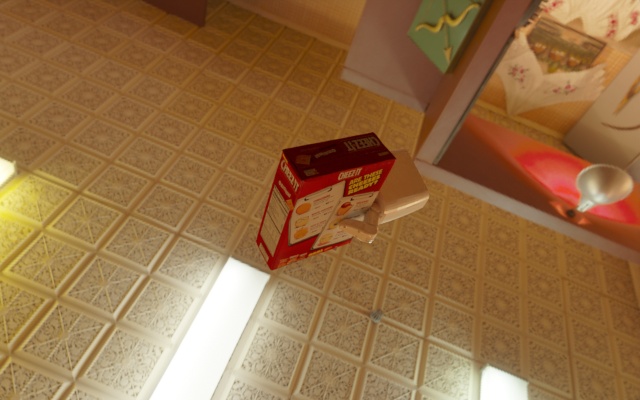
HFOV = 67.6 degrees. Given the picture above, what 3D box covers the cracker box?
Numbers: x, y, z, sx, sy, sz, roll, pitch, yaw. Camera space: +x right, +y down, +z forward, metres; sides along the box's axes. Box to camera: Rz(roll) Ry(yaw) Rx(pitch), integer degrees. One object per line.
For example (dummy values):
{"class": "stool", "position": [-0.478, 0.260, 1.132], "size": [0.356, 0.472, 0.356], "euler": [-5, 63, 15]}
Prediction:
{"class": "cracker box", "position": [0.000, 0.003, 0.739], "size": [0.164, 0.072, 0.214], "euler": [-15, -34, -31]}
